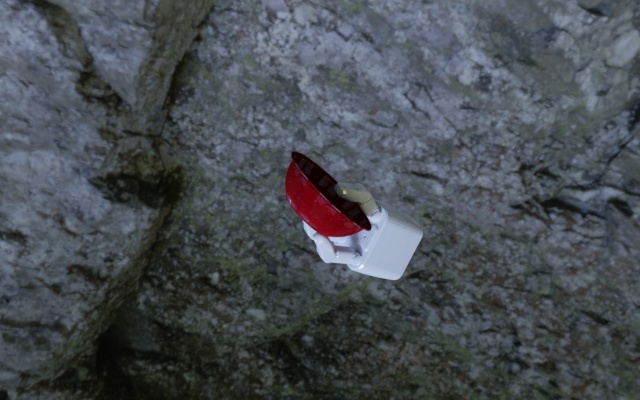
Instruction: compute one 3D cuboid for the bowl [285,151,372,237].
[{"bbox_3d":[-0.001,0.002,0.702,0.055,0.162,0.162,-45,-12,12],"label":"bowl"}]
